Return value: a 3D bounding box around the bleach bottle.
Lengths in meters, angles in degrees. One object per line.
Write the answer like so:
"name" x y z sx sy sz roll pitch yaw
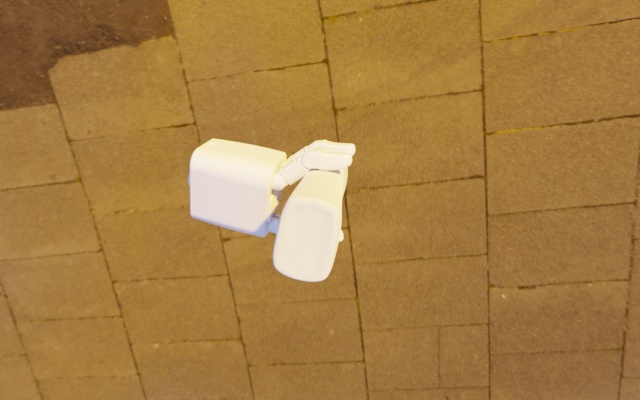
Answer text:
"bleach bottle" 0.000 0.002 0.624 0.068 0.103 0.250 13 20 3
